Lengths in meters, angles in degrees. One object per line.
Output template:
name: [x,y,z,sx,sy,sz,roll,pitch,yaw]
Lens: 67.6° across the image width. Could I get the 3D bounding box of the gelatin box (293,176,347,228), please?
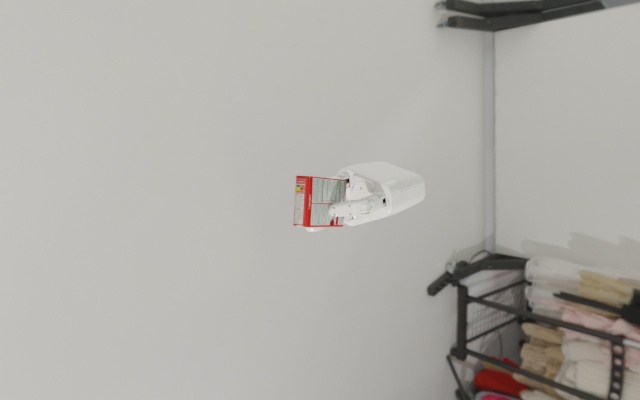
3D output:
gelatin box: [0.000,0.002,0.708,0.030,0.073,0.089,4,1,40]
